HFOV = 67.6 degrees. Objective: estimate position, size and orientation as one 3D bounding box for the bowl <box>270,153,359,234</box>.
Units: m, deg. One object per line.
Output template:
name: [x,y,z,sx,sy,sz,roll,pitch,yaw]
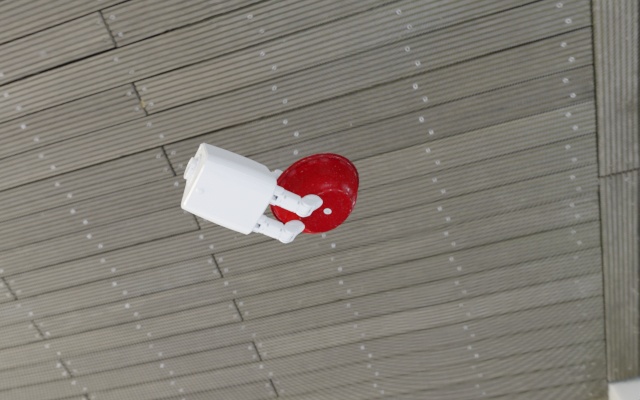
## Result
bowl: [0.001,0.003,0.794,0.162,0.162,0.055,0,38,-27]
